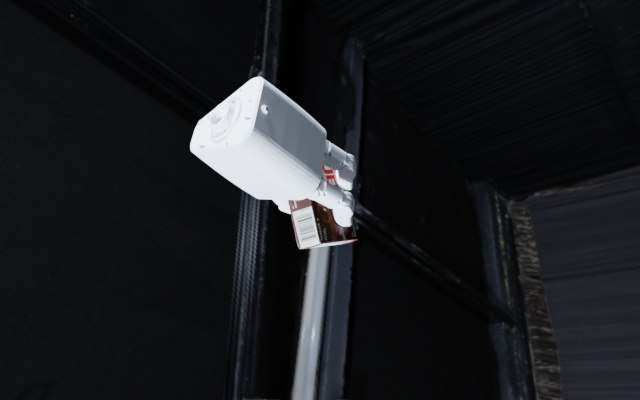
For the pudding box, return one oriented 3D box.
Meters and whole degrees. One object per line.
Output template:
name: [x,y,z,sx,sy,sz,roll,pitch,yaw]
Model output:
pudding box: [0.000,0.002,0.606,0.039,0.113,0.090,-16,-9,34]
